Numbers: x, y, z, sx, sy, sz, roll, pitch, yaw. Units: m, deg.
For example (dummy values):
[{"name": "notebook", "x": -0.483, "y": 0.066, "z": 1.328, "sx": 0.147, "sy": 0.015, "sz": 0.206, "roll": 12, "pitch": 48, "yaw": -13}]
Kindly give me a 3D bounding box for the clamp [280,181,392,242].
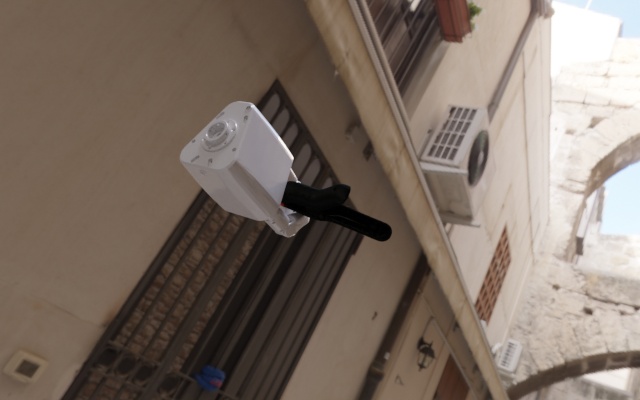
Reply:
[{"name": "clamp", "x": 0.000, "y": 0.002, "z": 0.615, "sx": 0.171, "sy": 0.039, "sz": 0.120, "roll": 14, "pitch": -26, "yaw": 34}]
